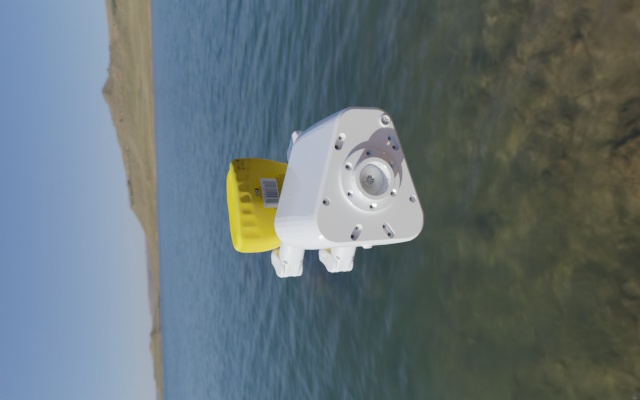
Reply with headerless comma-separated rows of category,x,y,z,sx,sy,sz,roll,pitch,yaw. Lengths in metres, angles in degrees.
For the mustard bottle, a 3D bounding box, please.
mustard bottle,0.000,0.002,0.514,0.191,0.096,0.058,-2,-27,-19
